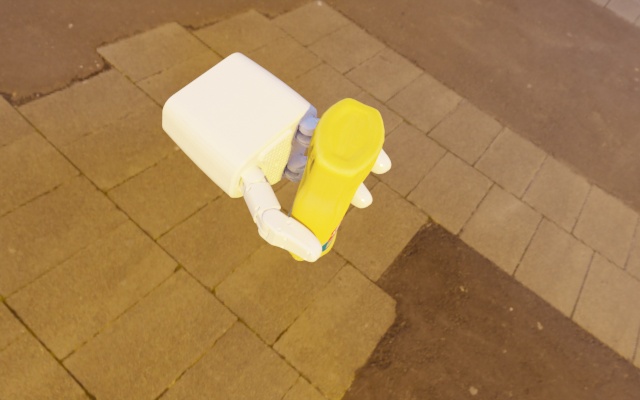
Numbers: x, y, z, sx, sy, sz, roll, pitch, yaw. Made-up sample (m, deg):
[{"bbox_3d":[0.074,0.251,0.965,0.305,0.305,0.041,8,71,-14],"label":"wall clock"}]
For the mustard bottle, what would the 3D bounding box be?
[{"bbox_3d":[0.000,0.002,0.461,0.058,0.096,0.192,22,-41,-1],"label":"mustard bottle"}]
